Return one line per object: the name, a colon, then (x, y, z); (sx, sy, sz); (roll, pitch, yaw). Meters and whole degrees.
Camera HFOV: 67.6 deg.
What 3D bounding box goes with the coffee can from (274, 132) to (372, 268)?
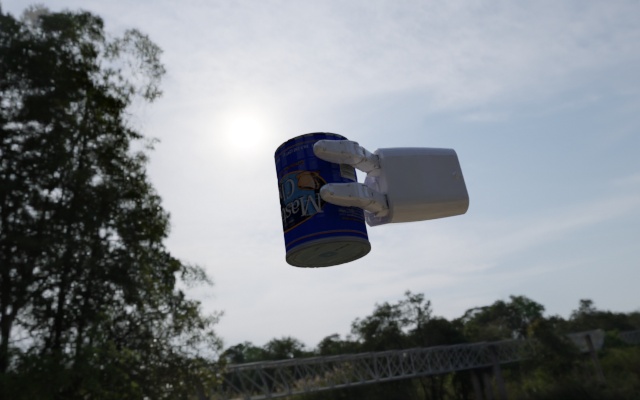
coffee can: (0.000, 0.002, 0.589); (0.103, 0.140, 0.103); (-7, -22, -3)
